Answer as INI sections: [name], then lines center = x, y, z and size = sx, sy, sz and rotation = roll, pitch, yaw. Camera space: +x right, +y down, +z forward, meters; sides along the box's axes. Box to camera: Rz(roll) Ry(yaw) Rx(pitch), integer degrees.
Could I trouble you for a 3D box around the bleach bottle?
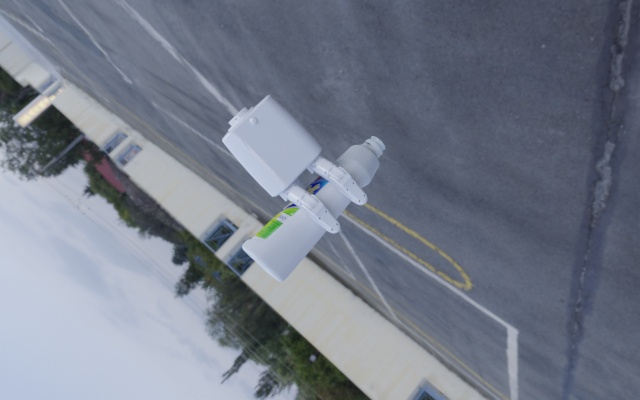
[bleach bottle]
center = 0.000, 0.002, 0.699
size = 0.068, 0.251, 0.102
rotation = 47, -13, -16
